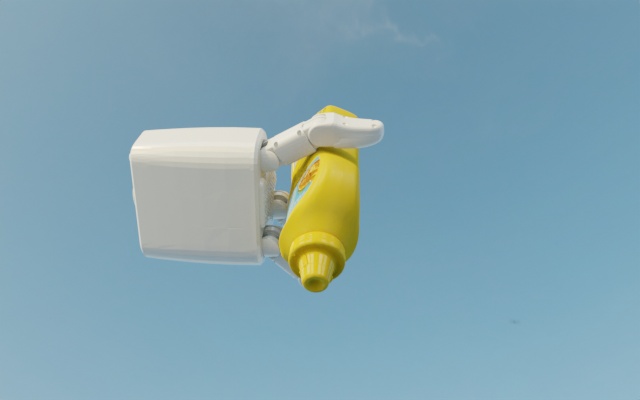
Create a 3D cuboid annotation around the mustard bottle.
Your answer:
[{"bbox_3d":[0.000,0.001,0.401,0.058,0.096,0.191,21,34,-11],"label":"mustard bottle"}]
